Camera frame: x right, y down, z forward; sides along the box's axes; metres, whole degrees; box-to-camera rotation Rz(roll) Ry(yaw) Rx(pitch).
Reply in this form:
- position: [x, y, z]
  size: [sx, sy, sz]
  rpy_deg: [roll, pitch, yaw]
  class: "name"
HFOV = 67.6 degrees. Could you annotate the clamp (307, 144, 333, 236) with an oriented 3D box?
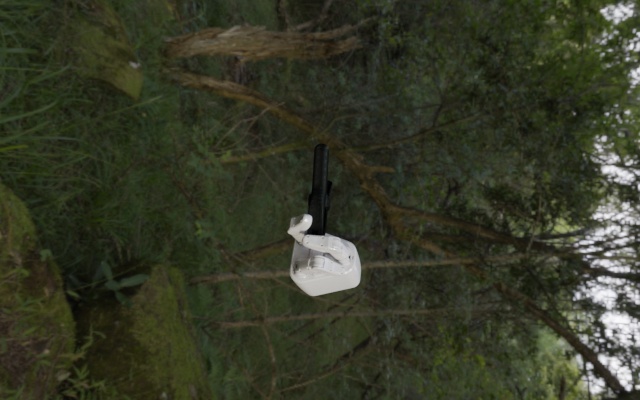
- position: [0.001, 0.003, 0.818]
  size: [0.039, 0.171, 0.120]
  rpy_deg: [2, -24, 14]
  class: "clamp"
